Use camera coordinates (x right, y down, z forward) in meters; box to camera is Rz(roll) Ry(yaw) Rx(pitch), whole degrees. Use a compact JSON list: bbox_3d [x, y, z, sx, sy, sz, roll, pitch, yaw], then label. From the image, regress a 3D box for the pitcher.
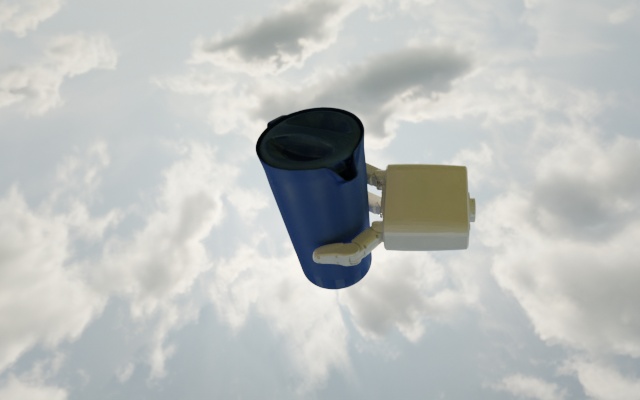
[{"bbox_3d":[0.000,0.002,0.653,0.145,0.243,0.149,-1,42,13],"label":"pitcher"}]
